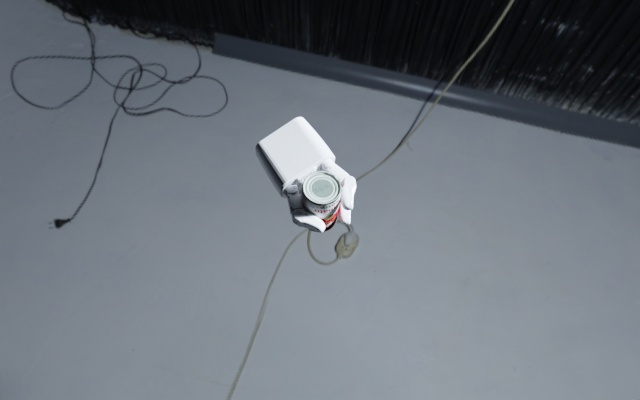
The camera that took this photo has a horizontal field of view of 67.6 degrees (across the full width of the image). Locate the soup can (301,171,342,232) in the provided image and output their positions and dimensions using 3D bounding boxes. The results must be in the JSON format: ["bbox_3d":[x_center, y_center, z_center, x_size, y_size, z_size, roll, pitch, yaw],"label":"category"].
[{"bbox_3d":[0.000,0.003,0.831,0.068,0.068,0.102,0,-30,-4],"label":"soup can"}]
